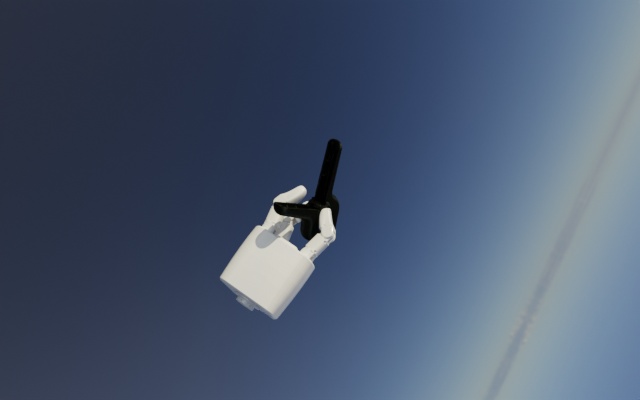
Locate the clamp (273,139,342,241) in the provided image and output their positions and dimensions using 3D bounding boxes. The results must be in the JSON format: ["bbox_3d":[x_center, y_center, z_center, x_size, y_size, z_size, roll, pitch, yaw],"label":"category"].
[{"bbox_3d":[0.001,0.004,0.831,0.036,0.164,0.210,28,-20,27],"label":"clamp"}]
